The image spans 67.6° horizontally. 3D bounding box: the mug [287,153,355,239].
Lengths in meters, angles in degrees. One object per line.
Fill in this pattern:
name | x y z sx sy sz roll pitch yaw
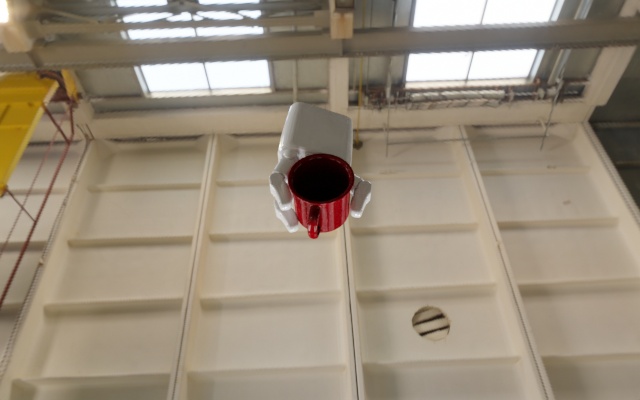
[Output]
mug | 0.000 0.004 0.683 0.093 0.117 0.082 5 -38 6
